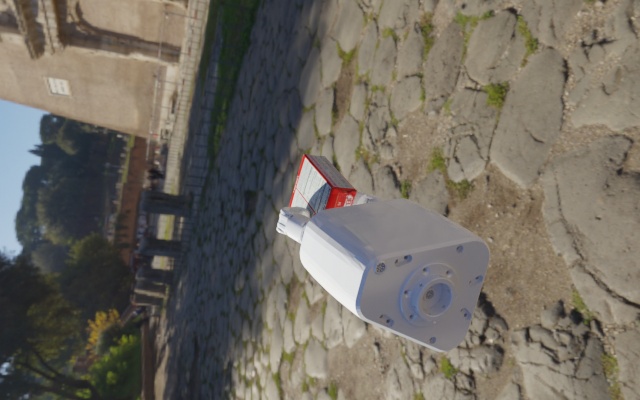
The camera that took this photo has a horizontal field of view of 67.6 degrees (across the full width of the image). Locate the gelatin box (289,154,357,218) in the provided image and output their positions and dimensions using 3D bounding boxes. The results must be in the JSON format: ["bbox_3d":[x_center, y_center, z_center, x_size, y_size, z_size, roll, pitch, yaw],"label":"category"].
[{"bbox_3d":[0.000,0.001,0.503,0.030,0.073,0.089,4,25,-27],"label":"gelatin box"}]
